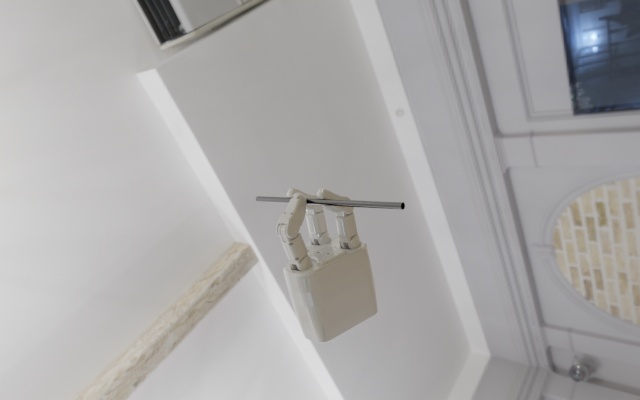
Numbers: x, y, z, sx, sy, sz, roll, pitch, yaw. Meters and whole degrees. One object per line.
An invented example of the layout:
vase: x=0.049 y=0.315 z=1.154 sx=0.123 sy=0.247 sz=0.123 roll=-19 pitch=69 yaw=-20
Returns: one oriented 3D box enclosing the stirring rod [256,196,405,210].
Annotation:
stirring rod: x=0.000 y=0.002 z=0.594 sx=0.239 sy=0.011 sz=0.011 roll=3 pitch=2 yaw=43
